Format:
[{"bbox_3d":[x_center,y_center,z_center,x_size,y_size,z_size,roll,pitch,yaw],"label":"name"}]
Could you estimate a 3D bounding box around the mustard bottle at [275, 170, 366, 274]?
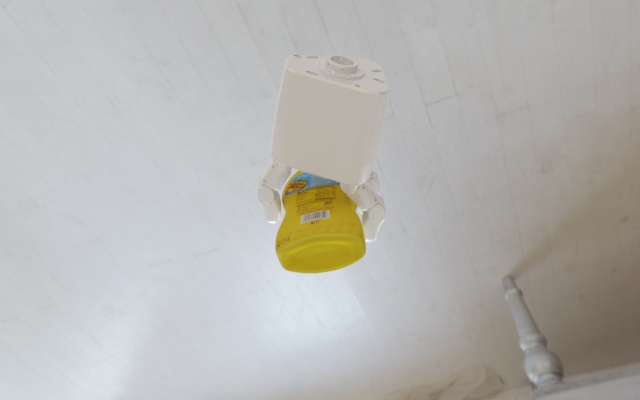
[{"bbox_3d":[0.000,0.002,0.579,0.096,0.058,0.191,-12,35,9],"label":"mustard bottle"}]
